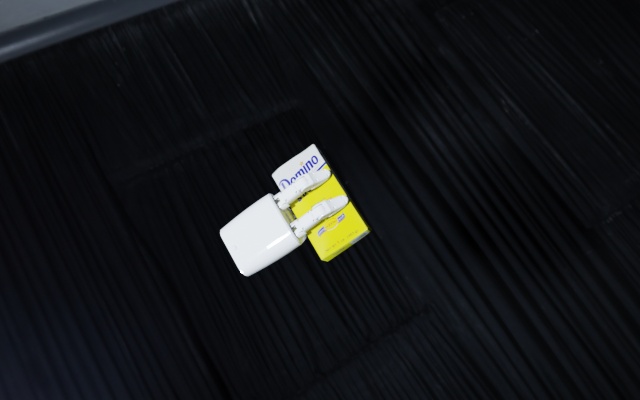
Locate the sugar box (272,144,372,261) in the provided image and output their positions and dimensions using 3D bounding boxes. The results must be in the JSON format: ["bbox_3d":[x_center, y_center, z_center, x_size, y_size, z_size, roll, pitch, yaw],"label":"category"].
[{"bbox_3d":[0.000,0.003,0.800,0.093,0.176,0.048,-35,-16,8],"label":"sugar box"}]
